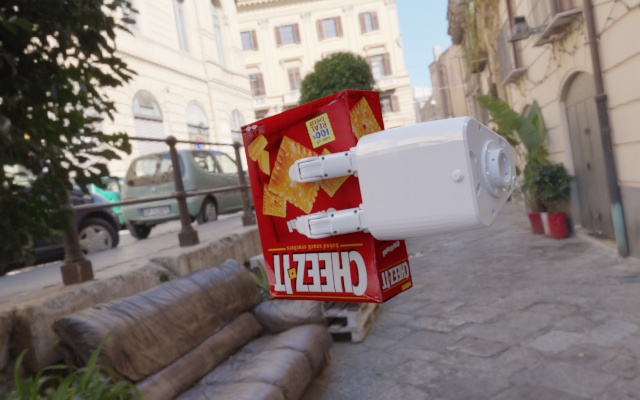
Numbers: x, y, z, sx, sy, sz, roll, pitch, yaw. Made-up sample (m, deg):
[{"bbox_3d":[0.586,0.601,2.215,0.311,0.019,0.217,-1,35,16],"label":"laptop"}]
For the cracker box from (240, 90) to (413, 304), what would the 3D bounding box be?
[{"bbox_3d":[0.000,0.002,0.534,0.164,0.213,0.072,-8,3,41],"label":"cracker box"}]
